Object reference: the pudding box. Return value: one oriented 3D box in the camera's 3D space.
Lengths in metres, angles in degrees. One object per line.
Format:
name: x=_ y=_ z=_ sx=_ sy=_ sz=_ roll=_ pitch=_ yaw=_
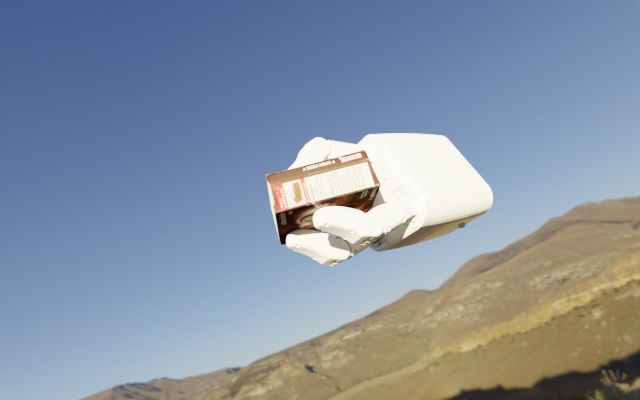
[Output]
pudding box: x=0.000 y=0.001 z=0.434 sx=0.090 sy=0.039 sz=0.113 roll=-16 pitch=-19 yaw=-7
